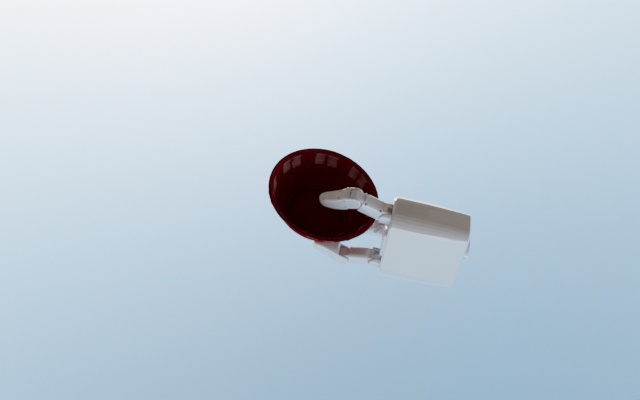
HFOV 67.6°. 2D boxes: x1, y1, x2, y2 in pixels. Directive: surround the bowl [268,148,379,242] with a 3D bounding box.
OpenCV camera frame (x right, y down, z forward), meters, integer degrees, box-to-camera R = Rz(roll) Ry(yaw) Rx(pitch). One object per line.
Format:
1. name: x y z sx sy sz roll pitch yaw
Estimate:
1. bowl: -0.001 0.002 0.693 0.162 0.162 0.055 0 -34 -17
